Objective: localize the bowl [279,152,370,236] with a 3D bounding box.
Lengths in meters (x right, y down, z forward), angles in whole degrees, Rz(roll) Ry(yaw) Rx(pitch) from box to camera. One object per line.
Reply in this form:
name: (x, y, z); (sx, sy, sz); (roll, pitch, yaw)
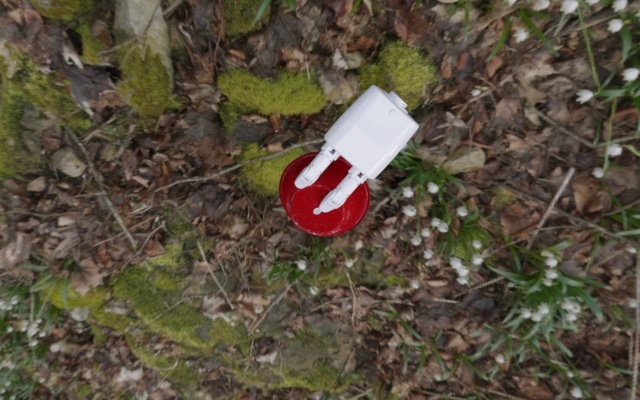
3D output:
bowl: (-0.001, 0.004, 0.803); (0.162, 0.162, 0.055); (0, 28, 14)
